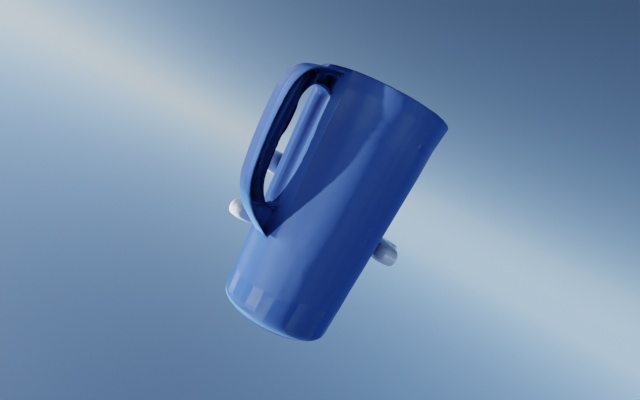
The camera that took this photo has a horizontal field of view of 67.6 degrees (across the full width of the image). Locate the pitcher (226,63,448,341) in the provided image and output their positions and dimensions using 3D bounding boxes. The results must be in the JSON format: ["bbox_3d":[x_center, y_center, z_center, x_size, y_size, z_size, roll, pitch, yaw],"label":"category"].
[{"bbox_3d":[0.000,0.001,0.452,0.149,0.243,0.145,27,4,2],"label":"pitcher"}]
